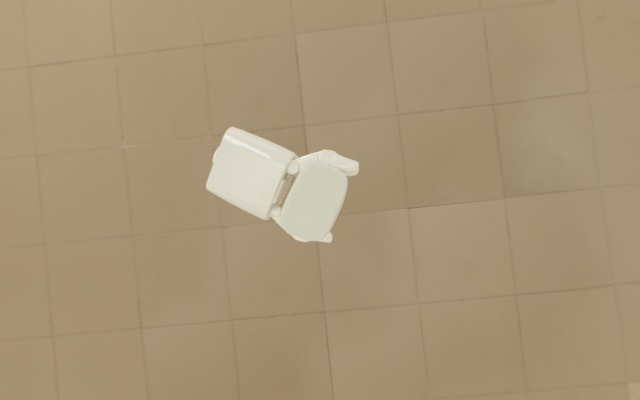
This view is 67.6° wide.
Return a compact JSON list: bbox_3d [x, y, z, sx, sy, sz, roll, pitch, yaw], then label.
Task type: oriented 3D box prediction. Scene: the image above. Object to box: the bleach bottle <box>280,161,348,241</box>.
[{"bbox_3d":[0.000,0.002,0.718,0.068,0.102,0.251,25,0,4],"label":"bleach bottle"}]
